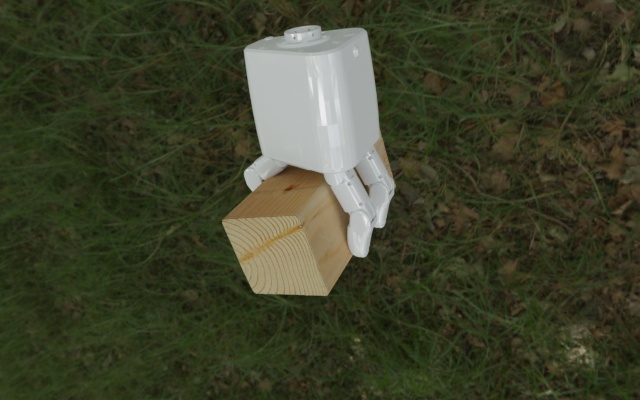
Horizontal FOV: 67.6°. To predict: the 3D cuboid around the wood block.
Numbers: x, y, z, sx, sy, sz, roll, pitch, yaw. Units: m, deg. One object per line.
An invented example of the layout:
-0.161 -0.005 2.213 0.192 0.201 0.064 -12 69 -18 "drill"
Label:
0.000 0.001 0.519 0.091 0.090 0.206 -4 28 31 "wood block"
